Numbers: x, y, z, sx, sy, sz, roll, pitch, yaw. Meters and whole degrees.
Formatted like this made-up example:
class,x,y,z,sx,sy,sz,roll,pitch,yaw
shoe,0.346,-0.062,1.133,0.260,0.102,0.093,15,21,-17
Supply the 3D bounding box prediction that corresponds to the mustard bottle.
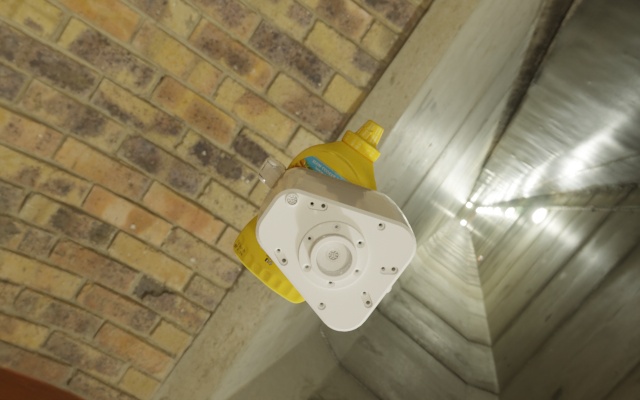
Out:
class,x,y,z,sx,sy,sz,roll,pitch,yaw
mustard bottle,0.000,0.002,0.483,0.096,0.191,0.058,38,8,18
